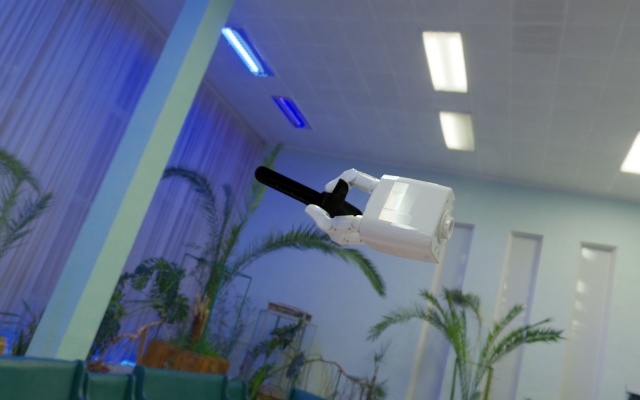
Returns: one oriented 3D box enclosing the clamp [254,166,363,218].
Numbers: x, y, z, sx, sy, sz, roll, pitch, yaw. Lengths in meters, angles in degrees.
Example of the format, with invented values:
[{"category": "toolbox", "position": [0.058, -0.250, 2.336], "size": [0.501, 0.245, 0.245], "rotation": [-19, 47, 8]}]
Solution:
[{"category": "clamp", "position": [0.001, 0.002, 0.766], "size": [0.164, 0.036, 0.210], "rotation": [15, -15, 28]}]
